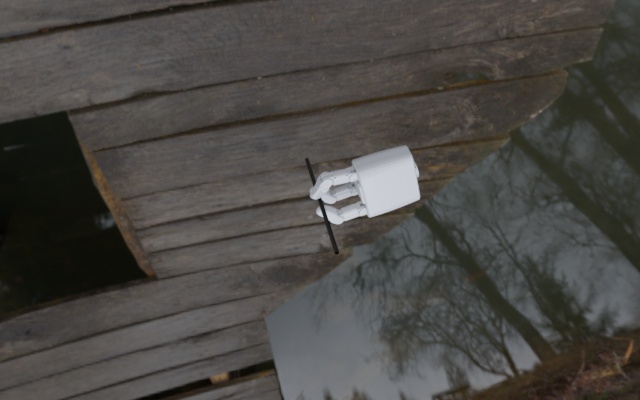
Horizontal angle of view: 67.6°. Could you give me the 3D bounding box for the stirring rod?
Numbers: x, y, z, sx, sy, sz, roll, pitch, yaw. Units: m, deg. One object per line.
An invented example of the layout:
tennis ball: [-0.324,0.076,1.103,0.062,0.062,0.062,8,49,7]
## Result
stirring rod: [0.000,0.003,0.889,0.011,0.239,0.011,-10,-41,-9]
